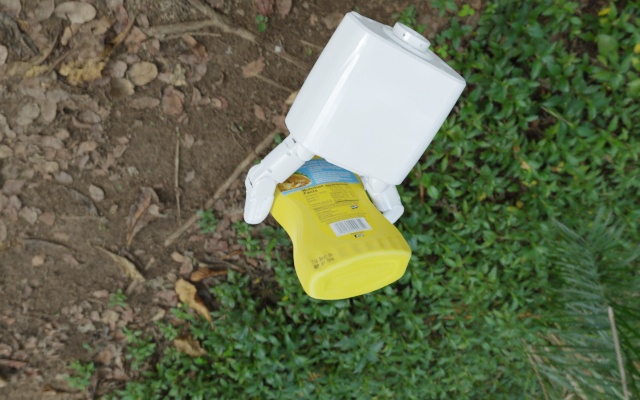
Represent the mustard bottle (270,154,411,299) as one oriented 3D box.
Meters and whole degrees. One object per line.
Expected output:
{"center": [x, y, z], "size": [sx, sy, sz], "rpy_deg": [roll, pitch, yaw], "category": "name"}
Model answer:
{"center": [0.000, 0.002, 0.457], "size": [0.096, 0.058, 0.191], "rpy_deg": [-11, 45, -20], "category": "mustard bottle"}
